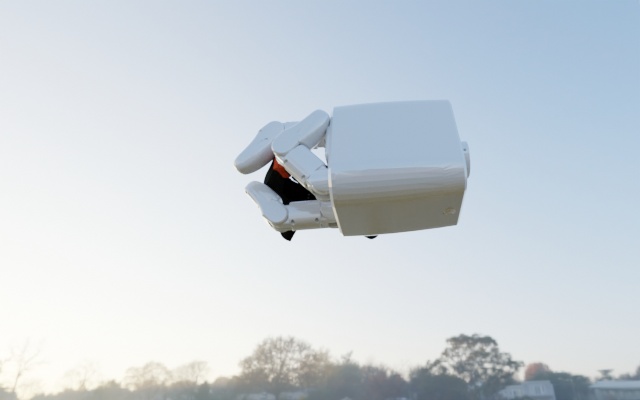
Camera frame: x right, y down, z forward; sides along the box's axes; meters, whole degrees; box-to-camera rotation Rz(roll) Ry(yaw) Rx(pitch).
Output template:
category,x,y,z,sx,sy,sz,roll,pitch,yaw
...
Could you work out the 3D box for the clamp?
category,x,y,z,sx,sy,sz,roll,pitch,yaw
clamp,0.000,0.001,0.499,0.120,0.039,0.172,-4,-27,8
